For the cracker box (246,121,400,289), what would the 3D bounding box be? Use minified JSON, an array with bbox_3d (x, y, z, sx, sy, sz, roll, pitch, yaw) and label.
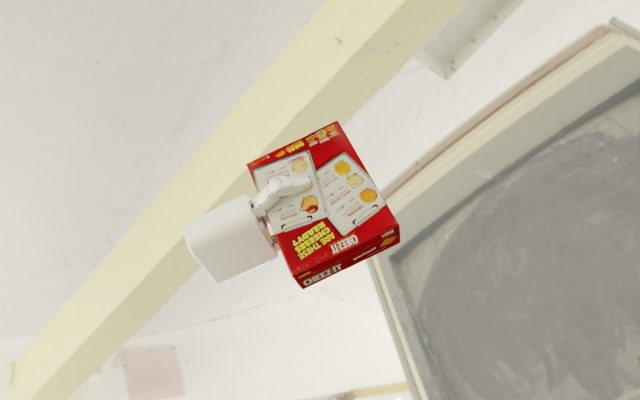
[{"bbox_3d":[0.000,0.002,0.725,0.164,0.213,0.072,-26,-32,-1],"label":"cracker box"}]
